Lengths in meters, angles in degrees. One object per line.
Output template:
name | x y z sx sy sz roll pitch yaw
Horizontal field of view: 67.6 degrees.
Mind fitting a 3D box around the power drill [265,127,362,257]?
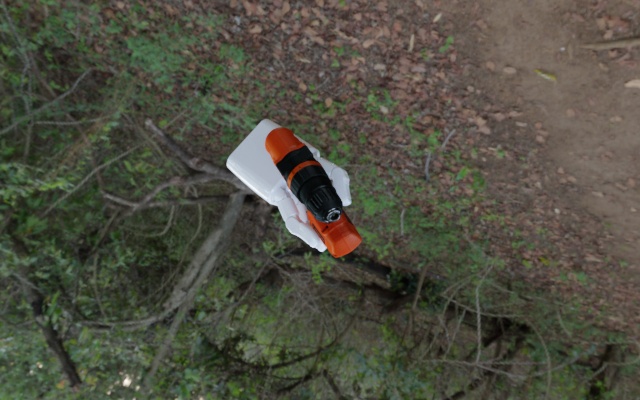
power drill | 0.000 0.002 0.678 0.057 0.184 0.188 -31 -42 -2
